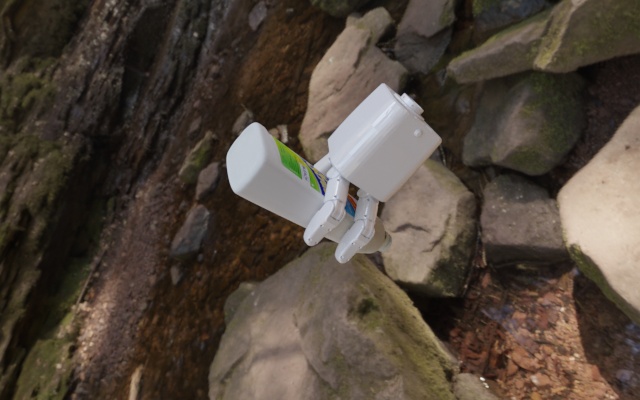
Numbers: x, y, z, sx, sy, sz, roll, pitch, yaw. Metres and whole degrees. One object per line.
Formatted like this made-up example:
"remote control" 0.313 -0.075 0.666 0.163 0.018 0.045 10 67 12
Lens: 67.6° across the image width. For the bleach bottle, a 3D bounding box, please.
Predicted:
"bleach bottle" 0.000 0.002 0.623 0.251 0.068 0.102 31 24 -34
